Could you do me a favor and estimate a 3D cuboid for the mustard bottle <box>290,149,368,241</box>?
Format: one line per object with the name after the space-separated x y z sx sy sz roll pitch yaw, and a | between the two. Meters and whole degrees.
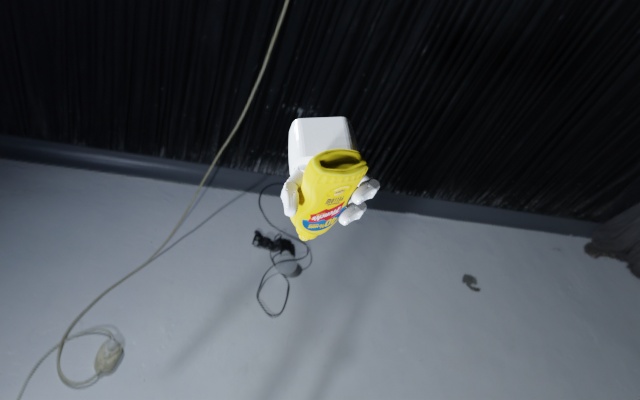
0.000 0.003 0.770 0.096 0.058 0.192 -13 -33 -33 | mustard bottle
